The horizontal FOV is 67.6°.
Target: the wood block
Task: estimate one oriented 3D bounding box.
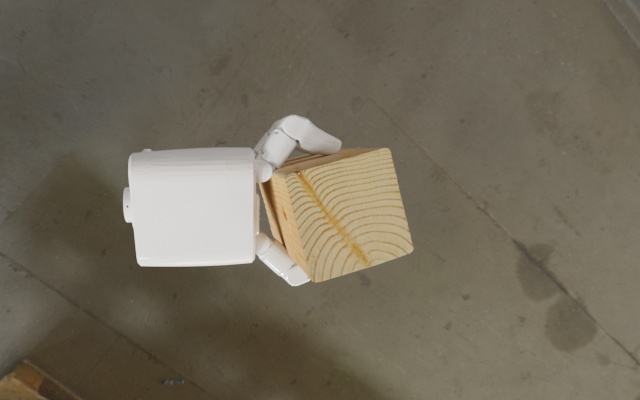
[{"bbox_3d":[0.000,0.002,0.472,0.090,0.091,0.206,-16,10,-12],"label":"wood block"}]
